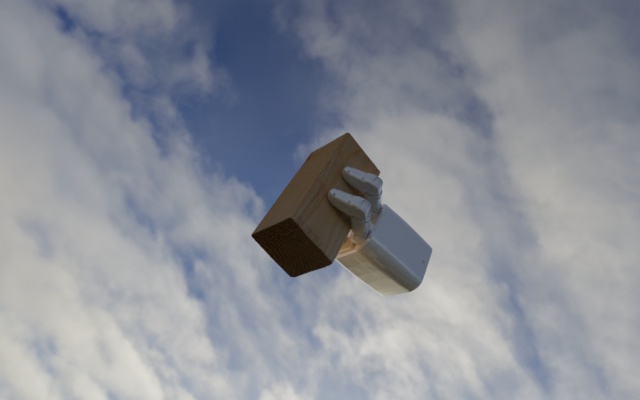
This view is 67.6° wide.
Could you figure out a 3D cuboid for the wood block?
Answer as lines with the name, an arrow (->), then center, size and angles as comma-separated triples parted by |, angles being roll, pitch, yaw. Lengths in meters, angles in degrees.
wood block -> 0.000, 0.003, 0.707 | 0.091, 0.090, 0.206 | -26, 23, 42
